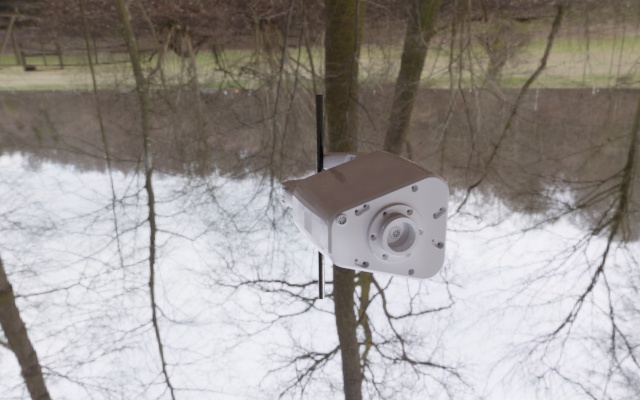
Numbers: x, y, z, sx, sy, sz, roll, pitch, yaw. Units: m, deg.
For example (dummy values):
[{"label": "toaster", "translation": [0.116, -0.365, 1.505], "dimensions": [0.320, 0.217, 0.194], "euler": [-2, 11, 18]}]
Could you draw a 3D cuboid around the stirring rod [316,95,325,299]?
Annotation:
[{"label": "stirring rod", "translation": [0.000, 0.002, 0.548], "dimensions": [0.011, 0.239, 0.011], "euler": [-1, 15, 0]}]
